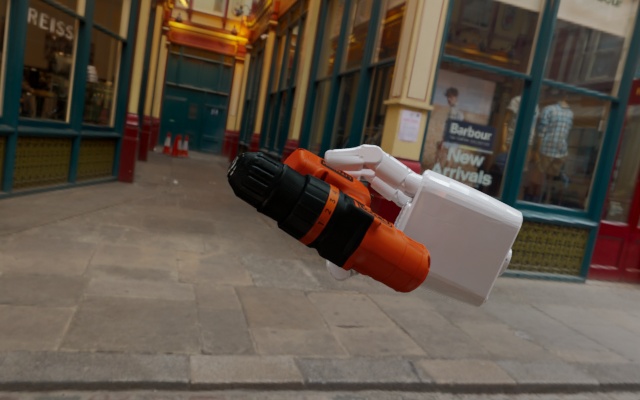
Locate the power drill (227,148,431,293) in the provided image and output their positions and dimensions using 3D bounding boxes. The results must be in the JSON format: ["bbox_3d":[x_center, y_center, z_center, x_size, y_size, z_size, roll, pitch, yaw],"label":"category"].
[{"bbox_3d":[0.000,0.001,0.450,0.184,0.057,0.187,33,10,-14],"label":"power drill"}]
